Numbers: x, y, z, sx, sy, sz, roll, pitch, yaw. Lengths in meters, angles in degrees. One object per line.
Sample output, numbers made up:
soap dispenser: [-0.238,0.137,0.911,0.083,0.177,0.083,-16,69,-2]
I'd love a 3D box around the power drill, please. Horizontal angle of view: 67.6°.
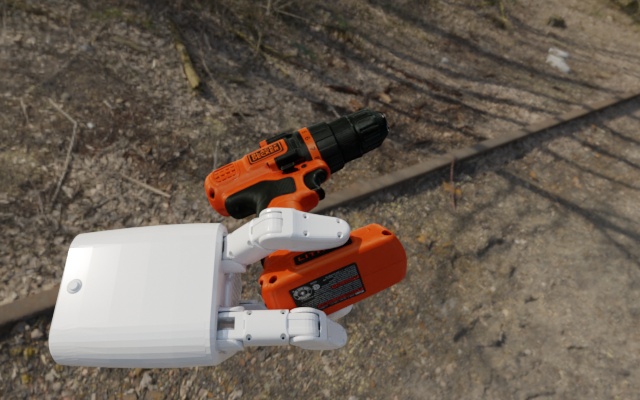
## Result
power drill: [0.000,0.002,0.404,0.184,0.057,0.187,-25,39,-2]
